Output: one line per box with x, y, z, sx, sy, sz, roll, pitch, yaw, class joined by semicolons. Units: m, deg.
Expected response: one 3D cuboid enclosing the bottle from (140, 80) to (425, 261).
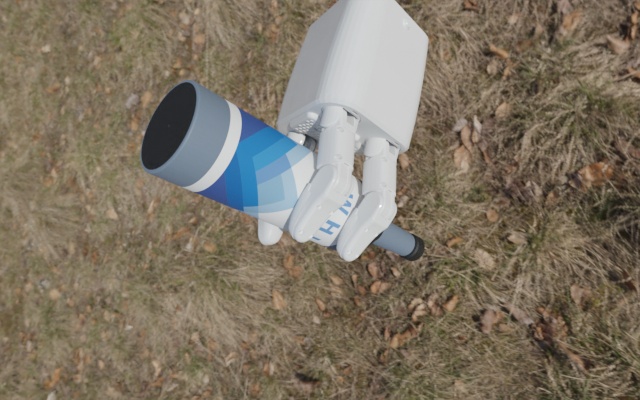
0.000;0.001;0.404;0.069;0.069;0.296;0;-20;45;bottle
